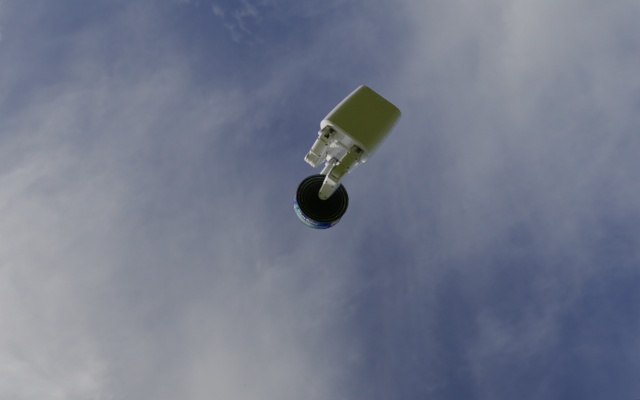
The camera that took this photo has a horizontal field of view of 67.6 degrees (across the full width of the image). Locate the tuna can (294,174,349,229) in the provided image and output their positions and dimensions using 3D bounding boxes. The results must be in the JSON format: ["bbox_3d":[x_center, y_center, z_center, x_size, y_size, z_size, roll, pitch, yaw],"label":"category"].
[{"bbox_3d":[0.000,0.003,0.771,0.086,0.086,0.034,0,-25,-13],"label":"tuna can"}]
